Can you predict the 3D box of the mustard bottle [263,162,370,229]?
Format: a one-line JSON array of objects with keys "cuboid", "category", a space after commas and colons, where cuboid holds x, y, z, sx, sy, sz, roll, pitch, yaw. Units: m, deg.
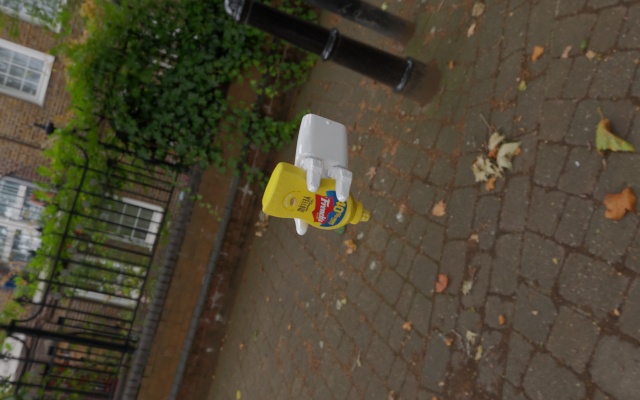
[{"cuboid": [0.000, 0.003, 0.850, 0.191, 0.096, 0.058, 17, 29, -18], "category": "mustard bottle"}]
